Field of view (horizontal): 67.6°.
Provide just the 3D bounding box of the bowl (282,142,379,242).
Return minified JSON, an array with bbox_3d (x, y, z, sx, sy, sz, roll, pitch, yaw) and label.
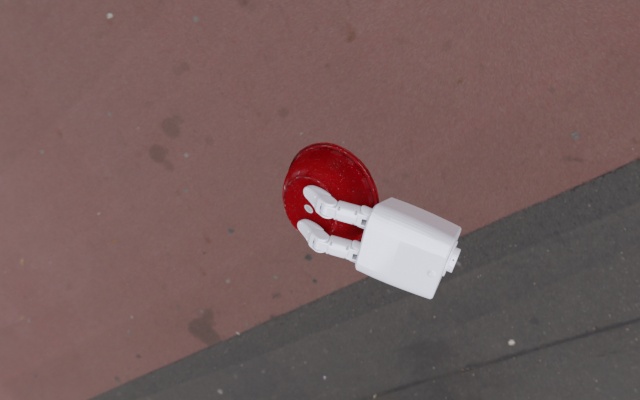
[{"bbox_3d":[-0.001,0.002,0.678,0.162,0.162,0.055,0,19,37],"label":"bowl"}]
